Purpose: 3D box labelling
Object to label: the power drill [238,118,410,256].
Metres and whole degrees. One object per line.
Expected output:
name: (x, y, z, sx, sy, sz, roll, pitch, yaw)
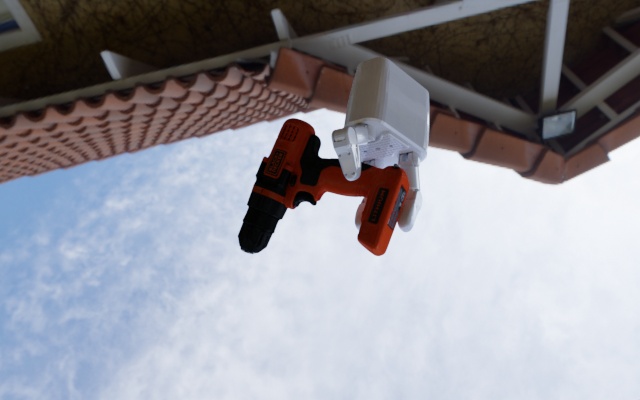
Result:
power drill: (0.001, 0.002, 0.586, 0.187, 0.184, 0.057, 20, -5, 22)
